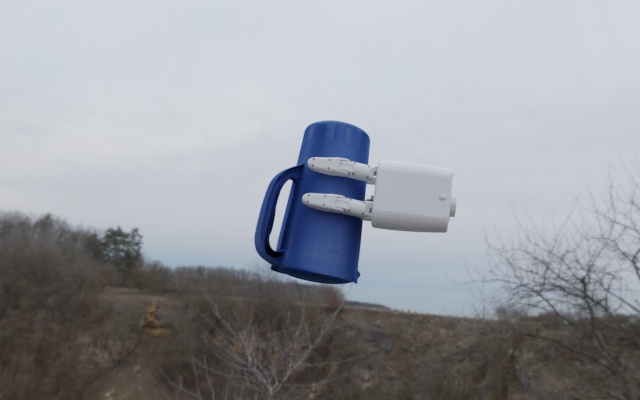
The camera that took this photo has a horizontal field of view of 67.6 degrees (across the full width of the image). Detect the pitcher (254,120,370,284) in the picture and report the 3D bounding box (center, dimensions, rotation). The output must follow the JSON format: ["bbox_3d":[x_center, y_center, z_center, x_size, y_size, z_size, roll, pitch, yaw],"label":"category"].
[{"bbox_3d":[0.000,0.002,0.736,0.145,0.242,0.149,6,-14,13],"label":"pitcher"}]
